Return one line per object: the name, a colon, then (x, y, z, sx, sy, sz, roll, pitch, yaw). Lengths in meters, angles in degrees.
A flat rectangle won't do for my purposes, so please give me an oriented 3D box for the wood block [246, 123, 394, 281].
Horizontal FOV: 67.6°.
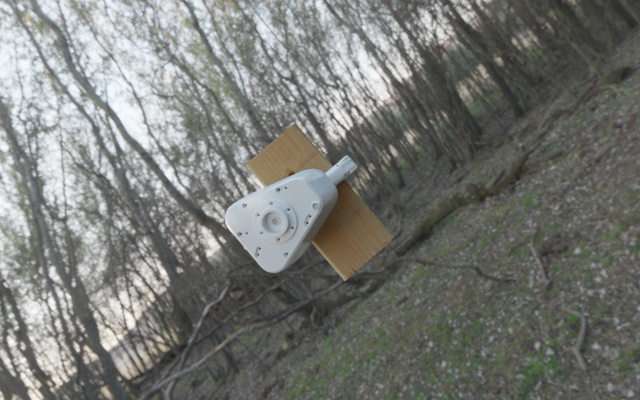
wood block: (0.000, 0.002, 0.682, 0.091, 0.206, 0.090, -40, -1, 0)
